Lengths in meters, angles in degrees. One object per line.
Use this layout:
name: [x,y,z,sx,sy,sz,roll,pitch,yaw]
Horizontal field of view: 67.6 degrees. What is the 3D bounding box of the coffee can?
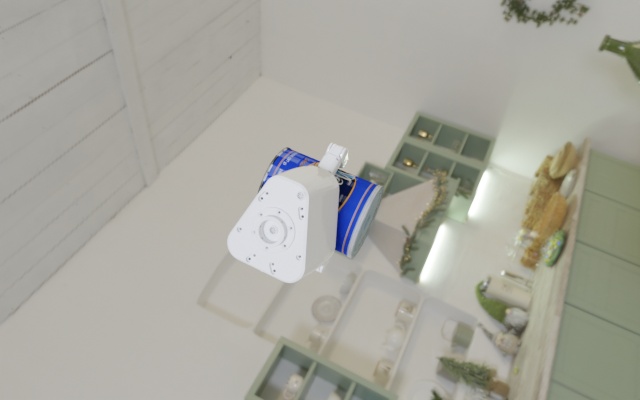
coffee can: [0.000,0.002,0.638,0.140,0.103,0.103,24,5,13]
